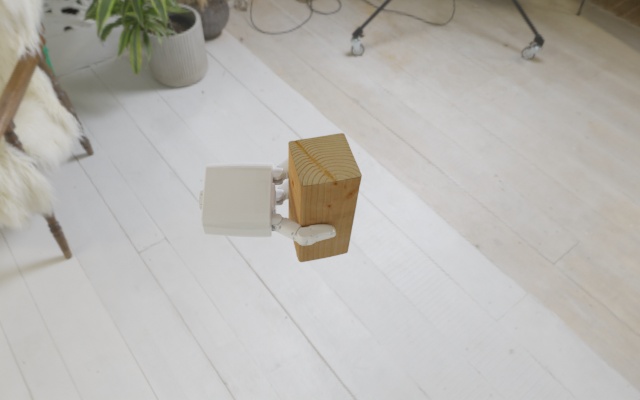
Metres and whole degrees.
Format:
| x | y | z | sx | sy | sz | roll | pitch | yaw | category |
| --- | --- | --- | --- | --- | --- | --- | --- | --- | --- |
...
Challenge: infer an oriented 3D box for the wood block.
| x | y | z | sx | sy | sz | roll | pitch | yaw | category |
| --- | --- | --- | --- | --- | --- | --- | --- | --- | --- |
| 0.000 | 0.003 | 0.765 | 0.090 | 0.090 | 0.206 | -10 | -36 | -11 | wood block |
